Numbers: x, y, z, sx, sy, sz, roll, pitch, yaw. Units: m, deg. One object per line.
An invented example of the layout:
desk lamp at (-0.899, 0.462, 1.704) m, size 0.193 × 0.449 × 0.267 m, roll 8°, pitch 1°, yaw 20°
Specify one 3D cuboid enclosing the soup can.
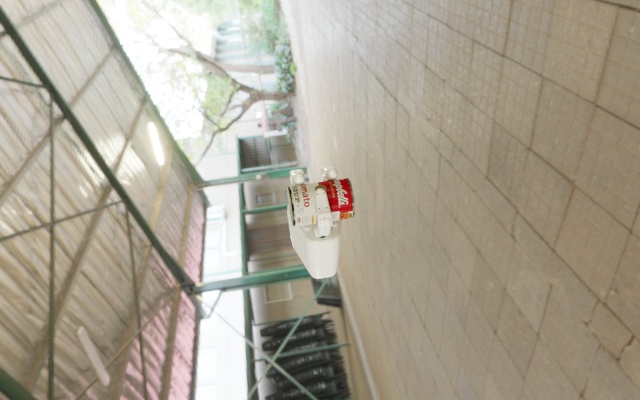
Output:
soup can at (0.000, 0.002, 0.785) m, size 0.102 × 0.068 × 0.068 m, roll -8°, pitch 1°, yaw -7°
